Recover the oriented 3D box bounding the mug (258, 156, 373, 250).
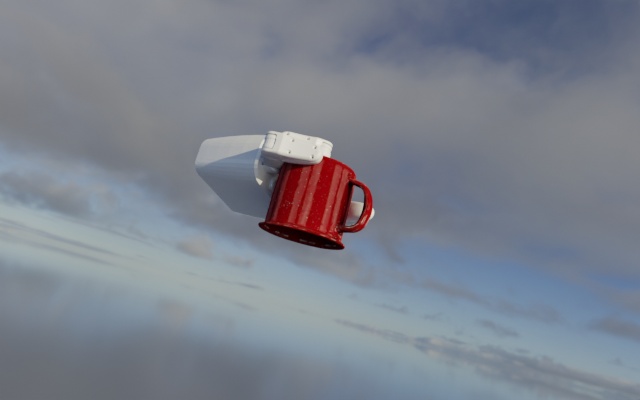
[{"bbox_3d":[0.001,0.002,0.497,0.117,0.081,0.093,6,-16,34],"label":"mug"}]
